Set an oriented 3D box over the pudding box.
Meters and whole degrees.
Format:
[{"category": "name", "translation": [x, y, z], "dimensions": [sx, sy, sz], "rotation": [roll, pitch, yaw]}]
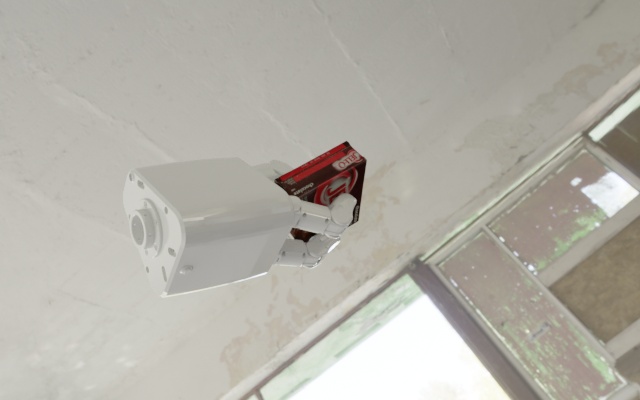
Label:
[{"category": "pudding box", "translation": [0.000, 0.002, 0.504], "dimensions": [0.090, 0.039, 0.114], "rotation": [-29, -28, -20]}]
